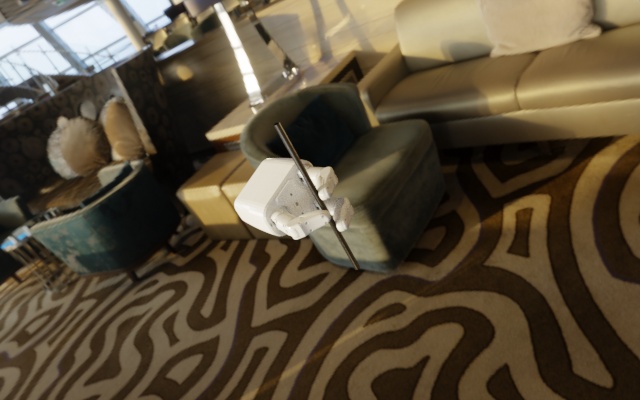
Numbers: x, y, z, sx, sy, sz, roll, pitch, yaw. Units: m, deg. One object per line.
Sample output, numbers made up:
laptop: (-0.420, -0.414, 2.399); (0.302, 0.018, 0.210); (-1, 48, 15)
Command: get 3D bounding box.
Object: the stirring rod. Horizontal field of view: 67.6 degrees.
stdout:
stirring rod: (0.000, 0.002, 0.625); (0.011, 0.240, 0.011); (-23, 27, 13)
